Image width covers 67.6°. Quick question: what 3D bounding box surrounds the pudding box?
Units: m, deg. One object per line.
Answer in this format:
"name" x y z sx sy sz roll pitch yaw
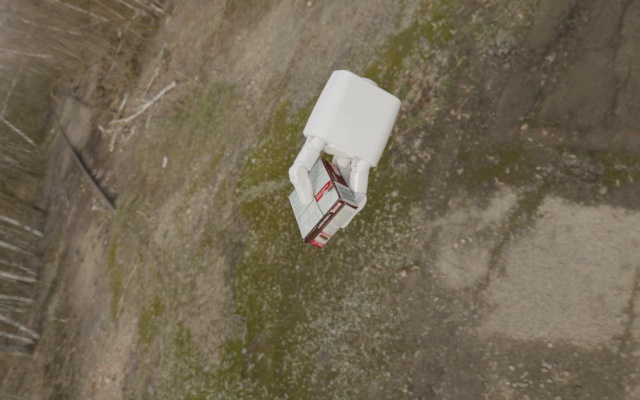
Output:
"pudding box" 0.000 0.002 0.716 0.039 0.090 0.113 27 24 -31
